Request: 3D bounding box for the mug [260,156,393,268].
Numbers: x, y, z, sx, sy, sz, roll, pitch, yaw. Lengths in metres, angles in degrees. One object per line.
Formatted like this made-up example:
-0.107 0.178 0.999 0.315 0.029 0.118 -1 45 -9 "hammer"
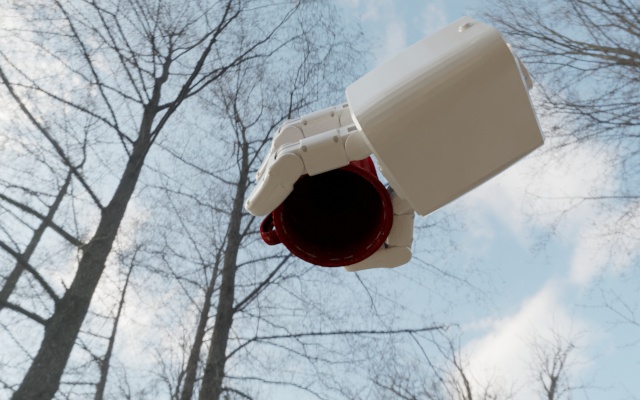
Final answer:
-0.001 0.002 0.406 0.117 0.093 0.081 -30 23 15 "mug"
